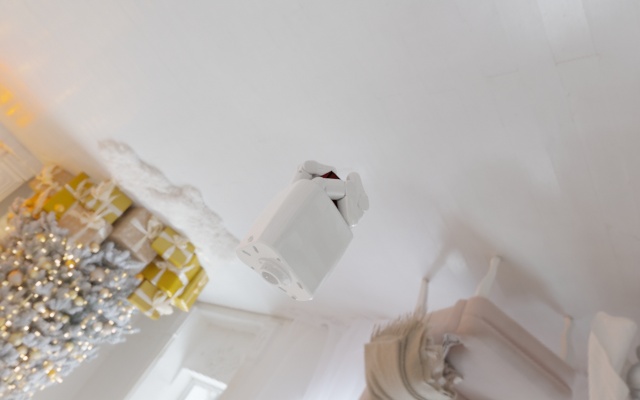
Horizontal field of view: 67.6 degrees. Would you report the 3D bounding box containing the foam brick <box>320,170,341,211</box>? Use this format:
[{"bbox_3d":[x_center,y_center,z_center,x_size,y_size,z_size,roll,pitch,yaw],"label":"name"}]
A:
[{"bbox_3d":[0.000,0.002,0.666,0.053,0.051,0.078,45,-33,-14],"label":"foam brick"}]
